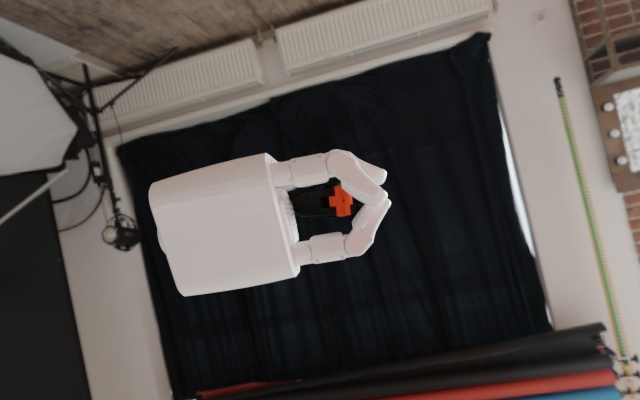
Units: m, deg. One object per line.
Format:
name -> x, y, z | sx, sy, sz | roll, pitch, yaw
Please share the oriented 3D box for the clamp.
clamp -> 0.000, 0.002, 0.499 | 0.120, 0.039, 0.171 | -12, -2, 2
